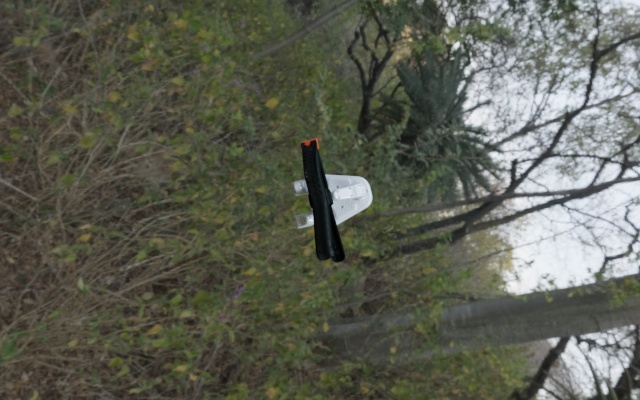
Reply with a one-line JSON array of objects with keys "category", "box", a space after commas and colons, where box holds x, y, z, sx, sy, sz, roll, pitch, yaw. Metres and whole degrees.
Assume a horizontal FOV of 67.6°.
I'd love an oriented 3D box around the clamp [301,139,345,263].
[{"category": "clamp", "box": [0.001, 0.002, 0.760, 0.036, 0.210, 0.164, -13, -3, 7]}]
